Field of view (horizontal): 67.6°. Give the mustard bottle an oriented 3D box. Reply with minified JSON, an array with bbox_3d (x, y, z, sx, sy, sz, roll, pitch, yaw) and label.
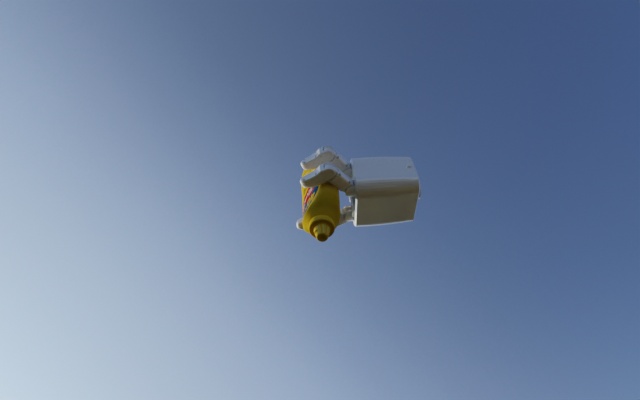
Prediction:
[{"bbox_3d":[0.000,0.002,0.804,0.058,0.096,0.191,17,32,-14],"label":"mustard bottle"}]
